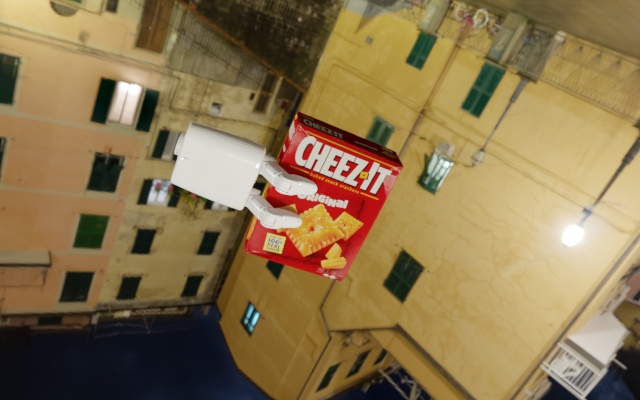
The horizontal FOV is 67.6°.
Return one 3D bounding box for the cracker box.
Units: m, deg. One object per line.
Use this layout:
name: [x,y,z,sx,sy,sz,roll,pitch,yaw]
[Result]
cracker box: [0.000,0.002,0.708,0.164,0.214,0.072,20,22,-13]
